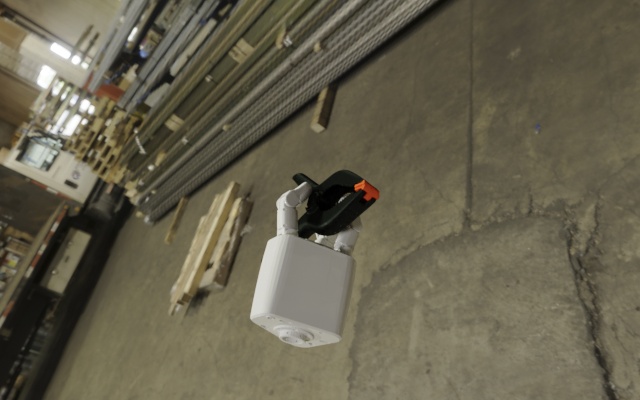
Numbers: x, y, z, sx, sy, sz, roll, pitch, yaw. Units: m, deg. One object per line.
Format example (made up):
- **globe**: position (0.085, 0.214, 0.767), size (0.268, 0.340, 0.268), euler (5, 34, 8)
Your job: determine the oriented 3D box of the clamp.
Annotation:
- **clamp**: position (0.000, 0.002, 0.658), size (0.036, 0.164, 0.210), euler (32, -38, -27)
